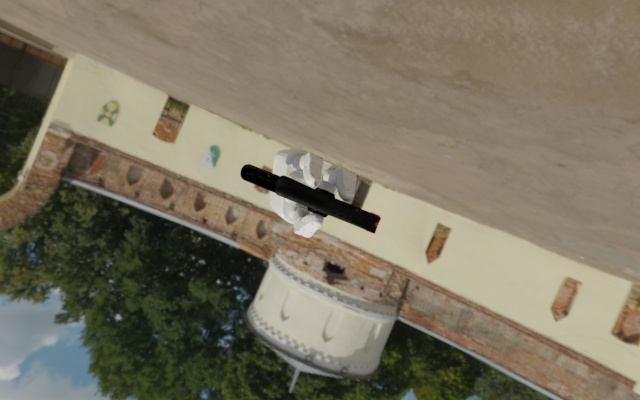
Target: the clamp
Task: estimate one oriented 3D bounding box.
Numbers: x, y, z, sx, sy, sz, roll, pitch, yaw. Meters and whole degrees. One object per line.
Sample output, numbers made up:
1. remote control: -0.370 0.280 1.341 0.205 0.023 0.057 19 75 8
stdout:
1. clamp: 0.000 0.003 0.655 0.210 0.036 0.164 22 0 -20
